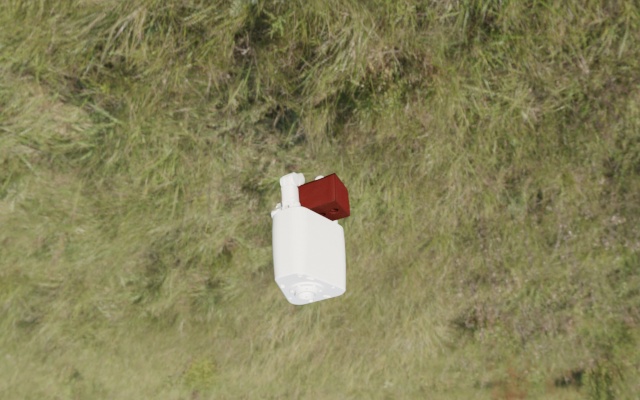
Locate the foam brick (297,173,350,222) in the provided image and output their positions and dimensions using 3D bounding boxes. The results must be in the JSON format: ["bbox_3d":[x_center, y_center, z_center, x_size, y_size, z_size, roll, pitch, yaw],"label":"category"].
[{"bbox_3d":[0.000,0.002,0.733,0.078,0.051,0.053,-19,-38,21],"label":"foam brick"}]
